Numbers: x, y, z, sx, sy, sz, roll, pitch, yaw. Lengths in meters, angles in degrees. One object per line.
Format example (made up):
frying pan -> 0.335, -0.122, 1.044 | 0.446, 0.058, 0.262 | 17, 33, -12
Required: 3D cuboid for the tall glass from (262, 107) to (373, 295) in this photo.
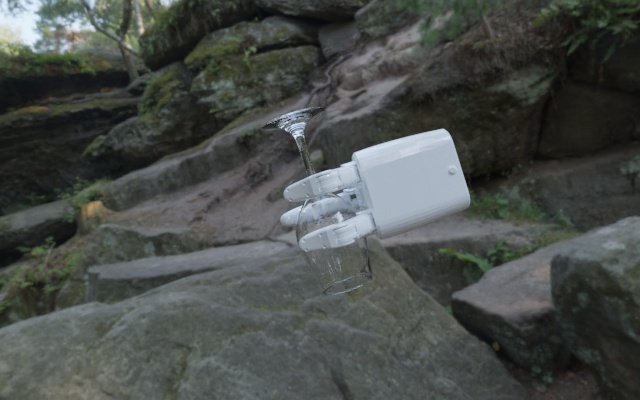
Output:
tall glass -> 0.000, 0.001, 0.541 | 0.079, 0.201, 0.079 | -18, 1, 0
